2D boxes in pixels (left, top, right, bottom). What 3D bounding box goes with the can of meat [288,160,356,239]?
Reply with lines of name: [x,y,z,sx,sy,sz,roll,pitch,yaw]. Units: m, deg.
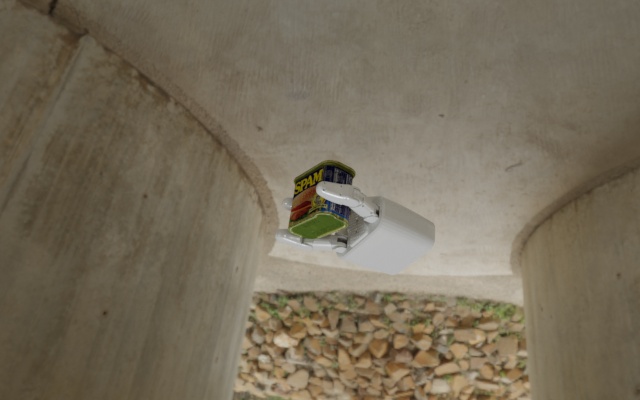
can of meat: [0.000,0.002,0.684,0.057,0.084,0.102,24,-31,-30]
